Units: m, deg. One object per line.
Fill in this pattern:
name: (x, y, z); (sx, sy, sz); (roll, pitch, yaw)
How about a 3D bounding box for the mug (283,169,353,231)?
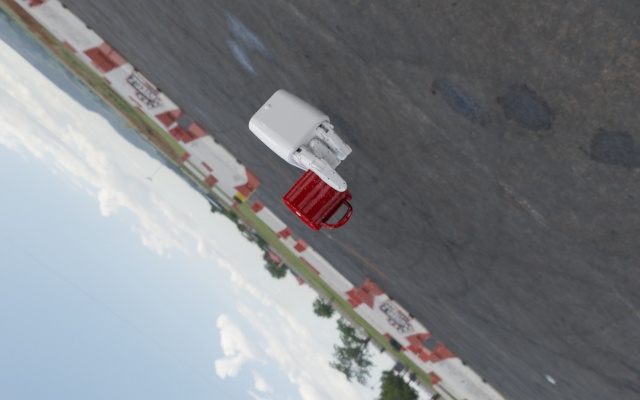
mug: (0.001, 0.004, 0.784); (0.117, 0.081, 0.093); (39, -8, 27)
